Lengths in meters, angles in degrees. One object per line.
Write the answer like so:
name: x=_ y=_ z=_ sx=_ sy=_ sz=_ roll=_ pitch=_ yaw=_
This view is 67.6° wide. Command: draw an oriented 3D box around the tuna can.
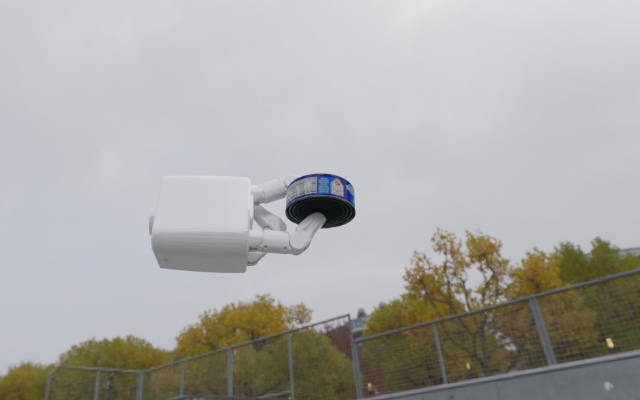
tuna can: x=0.000 y=0.001 z=0.584 sx=0.086 sy=0.033 sz=0.086 roll=0 pitch=-28 yaw=0
